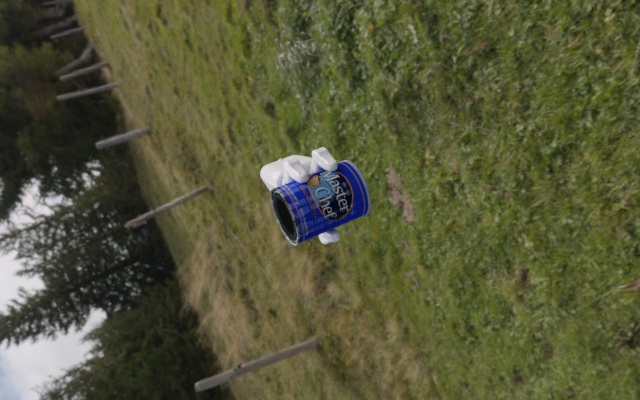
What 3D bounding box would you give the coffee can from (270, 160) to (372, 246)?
[{"bbox_3d":[0.000,0.003,0.807,0.140,0.103,0.103,-22,8,-20],"label":"coffee can"}]
